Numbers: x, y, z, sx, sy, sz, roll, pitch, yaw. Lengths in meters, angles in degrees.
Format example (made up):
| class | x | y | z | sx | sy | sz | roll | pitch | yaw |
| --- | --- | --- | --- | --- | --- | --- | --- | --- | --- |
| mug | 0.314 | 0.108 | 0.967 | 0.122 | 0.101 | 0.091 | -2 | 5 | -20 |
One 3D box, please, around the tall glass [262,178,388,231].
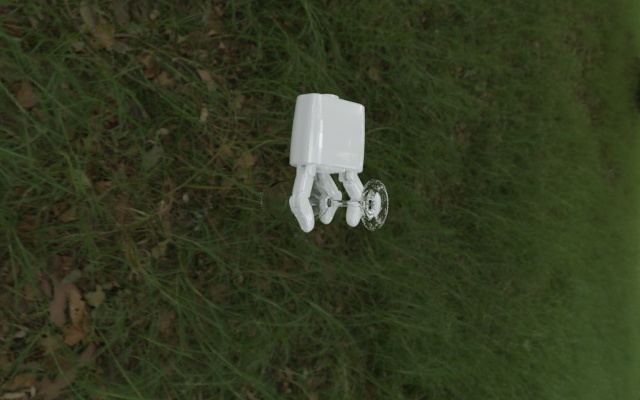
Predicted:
| class | x | y | z | sx | sy | sz | roll | pitch | yaw |
| --- | --- | --- | --- | --- | --- | --- | --- | --- | --- |
| tall glass | 0.001 | 0.003 | 0.747 | 0.201 | 0.079 | 0.079 | 2 | 1 | 38 |
